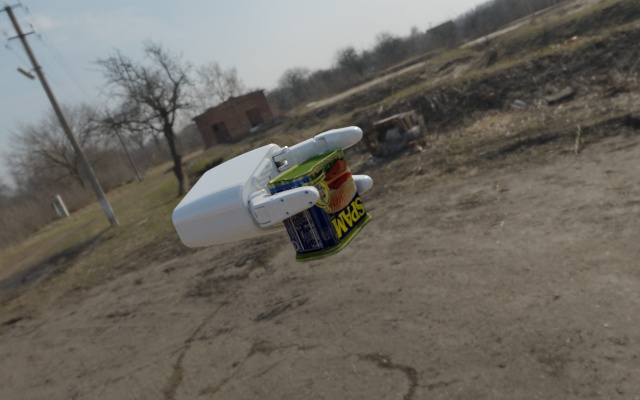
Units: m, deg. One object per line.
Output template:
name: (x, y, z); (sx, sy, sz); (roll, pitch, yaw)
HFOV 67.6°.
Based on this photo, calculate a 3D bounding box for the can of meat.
can of meat: (0.000, 0.001, 0.487); (0.057, 0.084, 0.102); (-15, 14, 33)
